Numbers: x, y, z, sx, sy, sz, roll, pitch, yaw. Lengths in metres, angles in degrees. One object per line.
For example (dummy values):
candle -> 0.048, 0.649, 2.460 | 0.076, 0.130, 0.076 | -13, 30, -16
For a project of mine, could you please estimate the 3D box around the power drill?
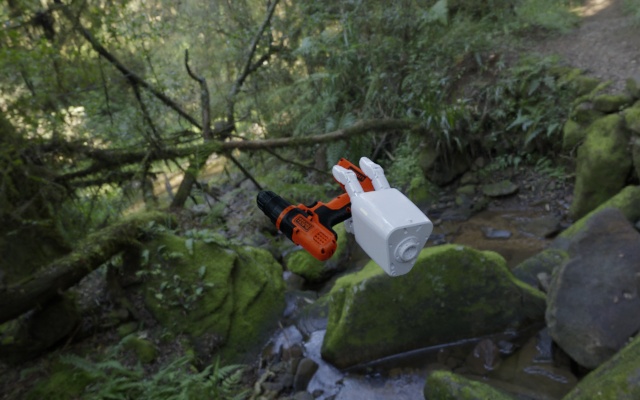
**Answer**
power drill -> 0.001, 0.003, 0.875 | 0.184, 0.057, 0.187 | 39, 63, 25
